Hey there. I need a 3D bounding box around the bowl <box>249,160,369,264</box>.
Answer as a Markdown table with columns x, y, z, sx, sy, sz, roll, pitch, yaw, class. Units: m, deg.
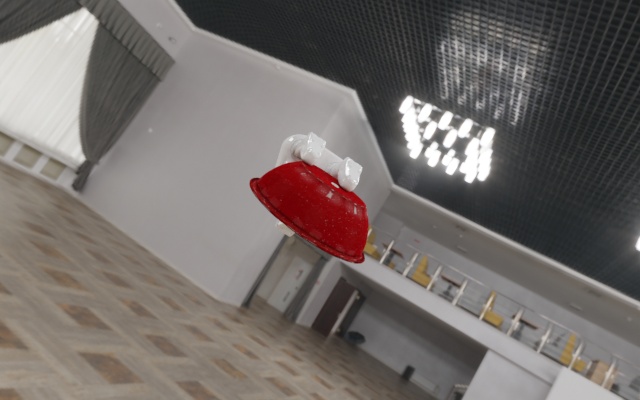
| x | y | z | sx | sy | sz | roll | pitch | yaw | class |
| --- | --- | --- | --- | --- | --- | --- | --- | --- | --- |
| 0.001 | 0.002 | 0.549 | 0.162 | 0.055 | 0.162 | 34 | 10 | -7 | bowl |
